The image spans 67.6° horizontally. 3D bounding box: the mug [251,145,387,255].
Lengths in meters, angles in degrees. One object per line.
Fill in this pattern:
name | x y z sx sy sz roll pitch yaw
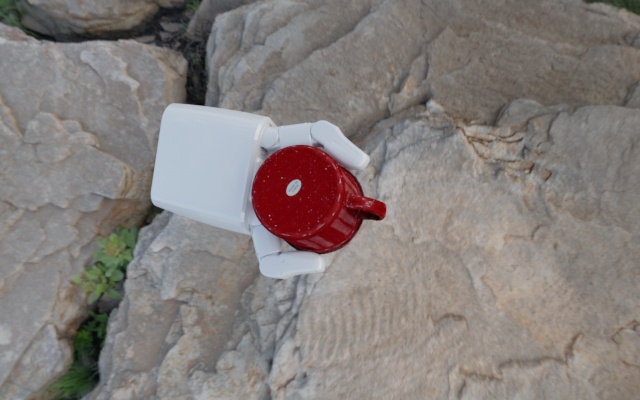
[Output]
mug | 0.001 0.002 0.424 0.117 0.093 0.081 11 -8 15
